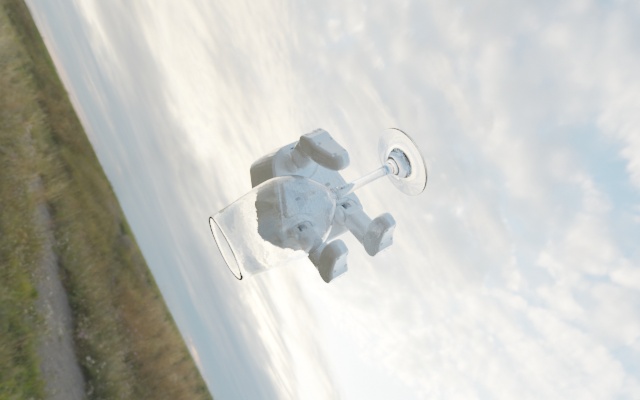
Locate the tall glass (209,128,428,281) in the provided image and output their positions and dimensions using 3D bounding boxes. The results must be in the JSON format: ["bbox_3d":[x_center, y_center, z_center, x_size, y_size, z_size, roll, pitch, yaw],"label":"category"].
[{"bbox_3d":[0.001,0.001,0.449,0.201,0.079,0.079,-26,10,-22],"label":"tall glass"}]
